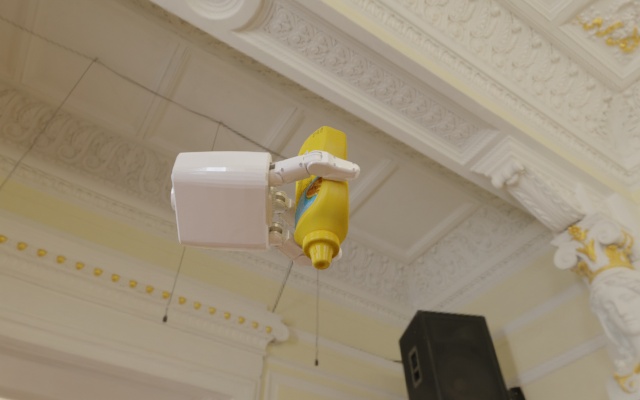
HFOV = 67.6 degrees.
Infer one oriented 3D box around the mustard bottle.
[{"bbox_3d":[0.000,0.002,0.577,0.058,0.191,0.096,19,-49,-18],"label":"mustard bottle"}]
